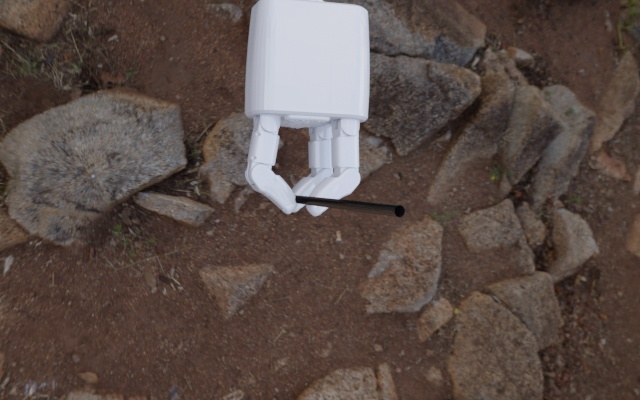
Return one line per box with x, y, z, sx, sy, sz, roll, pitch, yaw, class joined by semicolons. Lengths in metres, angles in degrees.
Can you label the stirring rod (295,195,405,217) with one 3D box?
0.000;0.001;0.419;0.011;0.011;0.239;0;3;-25;stirring rod
